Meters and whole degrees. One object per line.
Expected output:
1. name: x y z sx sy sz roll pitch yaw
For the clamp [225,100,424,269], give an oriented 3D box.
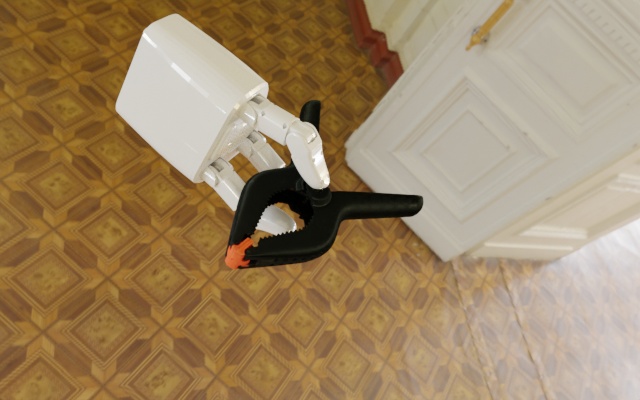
1. clamp: 0.000 0.001 0.444 0.210 0.164 0.036 -48 -5 -41
